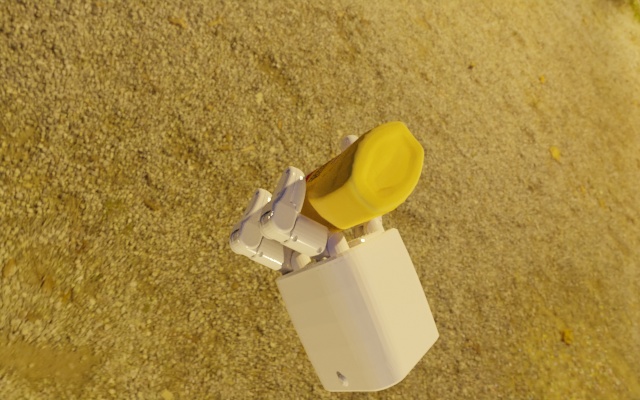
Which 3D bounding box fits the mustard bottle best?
[{"bbox_3d":[0.000,0.001,0.431,0.192,0.058,0.096,-29,17,50],"label":"mustard bottle"}]
